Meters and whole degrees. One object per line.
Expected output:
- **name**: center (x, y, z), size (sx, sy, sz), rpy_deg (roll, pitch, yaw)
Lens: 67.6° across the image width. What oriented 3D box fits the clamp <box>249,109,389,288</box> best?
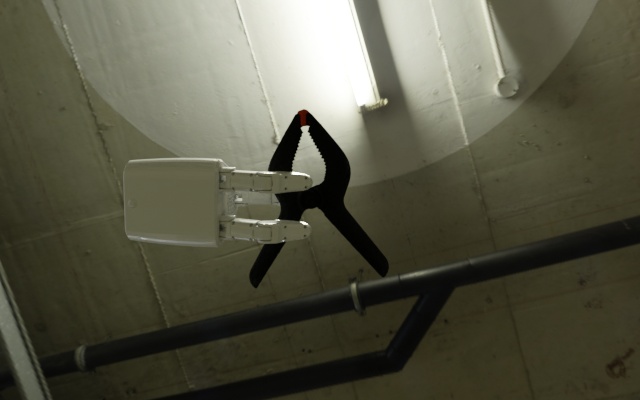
- **clamp**: center (0.000, 0.001, 0.554), size (0.164, 0.210, 0.036), rpy_deg (1, 8, -1)
